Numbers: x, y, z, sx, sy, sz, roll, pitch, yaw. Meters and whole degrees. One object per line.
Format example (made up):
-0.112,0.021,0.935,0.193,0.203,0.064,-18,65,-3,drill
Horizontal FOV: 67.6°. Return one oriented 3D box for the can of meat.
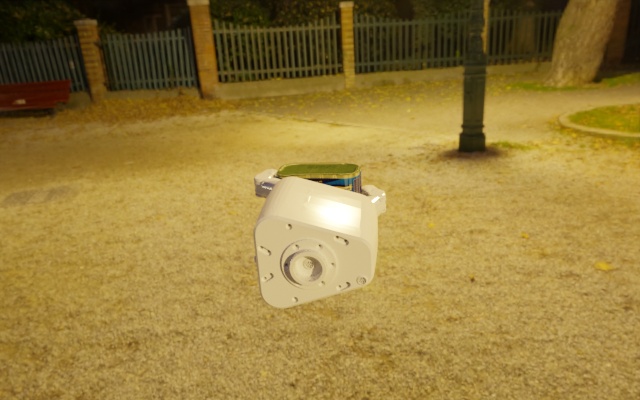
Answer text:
0.000,0.002,0.562,0.102,0.084,0.057,0,20,10,can of meat
